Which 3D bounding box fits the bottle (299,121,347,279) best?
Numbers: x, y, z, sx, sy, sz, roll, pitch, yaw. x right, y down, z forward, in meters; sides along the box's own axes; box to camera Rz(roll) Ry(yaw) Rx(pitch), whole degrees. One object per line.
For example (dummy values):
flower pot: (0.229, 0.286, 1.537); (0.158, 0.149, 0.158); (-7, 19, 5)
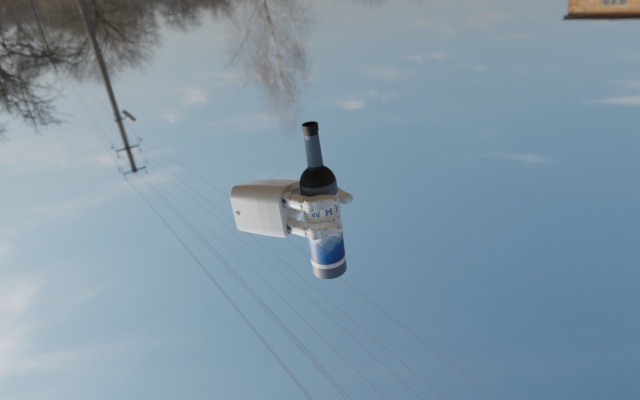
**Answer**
bottle: (0.000, 0.003, 0.858); (0.069, 0.296, 0.069); (-6, 27, 3)
